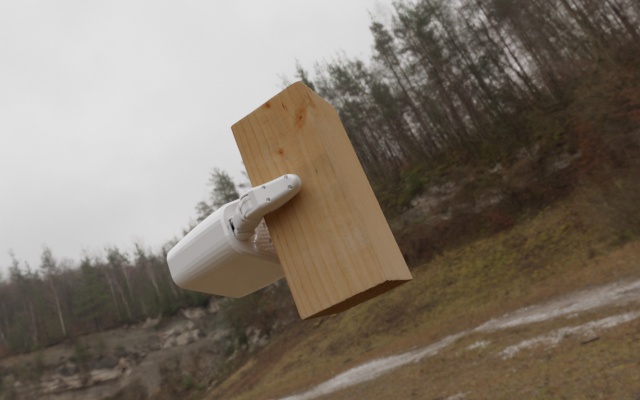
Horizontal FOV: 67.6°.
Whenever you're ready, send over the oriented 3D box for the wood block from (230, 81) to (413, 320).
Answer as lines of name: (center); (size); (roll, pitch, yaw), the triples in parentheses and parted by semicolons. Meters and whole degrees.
wood block: (0.000, 0.002, 0.475); (0.090, 0.206, 0.091); (-29, -18, 20)
